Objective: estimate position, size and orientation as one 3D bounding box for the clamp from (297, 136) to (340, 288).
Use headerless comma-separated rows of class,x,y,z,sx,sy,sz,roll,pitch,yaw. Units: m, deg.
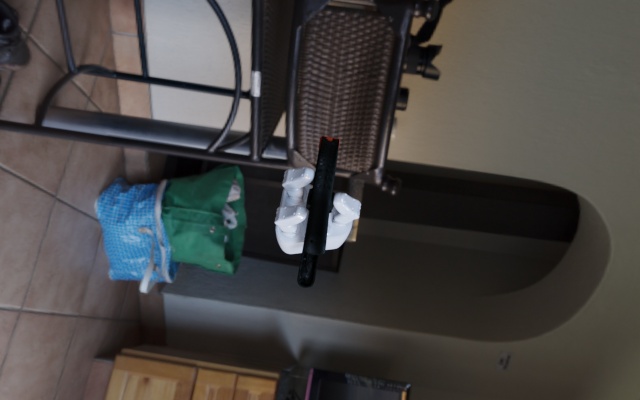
clamp,0.001,0.002,0.634,0.036,0.210,0.165,10,-18,-3
